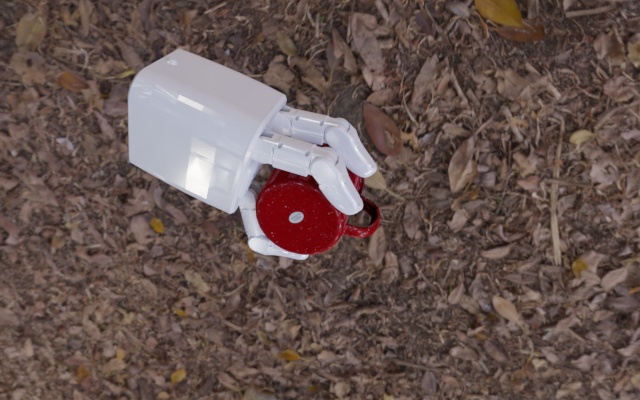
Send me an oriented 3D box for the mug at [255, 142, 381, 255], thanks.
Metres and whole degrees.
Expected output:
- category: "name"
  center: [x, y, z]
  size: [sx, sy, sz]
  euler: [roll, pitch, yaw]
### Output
- category: "mug"
  center: [0.001, 0.002, 0.447]
  size: [0.117, 0.093, 0.081]
  euler: [25, 36, -1]
